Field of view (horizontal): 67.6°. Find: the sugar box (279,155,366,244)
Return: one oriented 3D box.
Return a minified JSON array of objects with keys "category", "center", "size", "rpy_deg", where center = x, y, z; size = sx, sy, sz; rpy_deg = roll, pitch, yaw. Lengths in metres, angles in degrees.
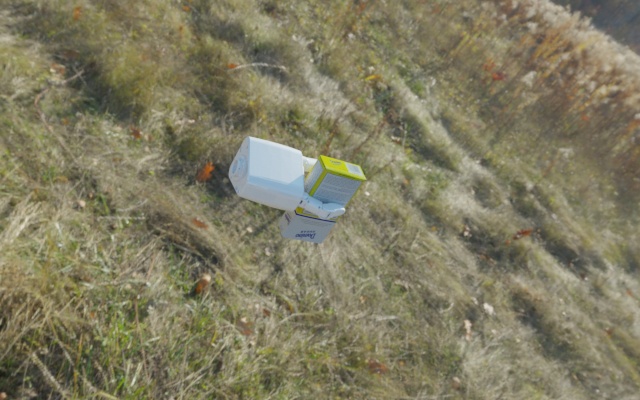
[{"category":"sugar box","center":[0.000,0.002,0.898],"size":[0.093,0.048,0.176],"rpy_deg":[13,-52,-31]}]
